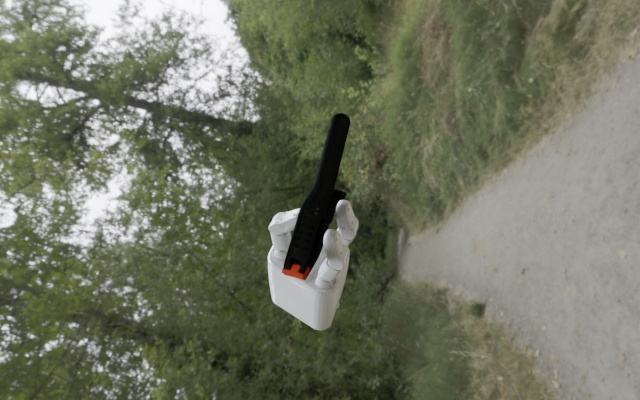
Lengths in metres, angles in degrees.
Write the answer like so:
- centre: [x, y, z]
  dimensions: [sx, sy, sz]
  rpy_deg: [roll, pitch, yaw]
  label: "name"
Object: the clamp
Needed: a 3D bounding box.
- centre: [-0.001, 0.002, 0.603]
  dimensions: [0.036, 0.165, 0.209]
  rpy_deg: [13, 46, 12]
  label: "clamp"
